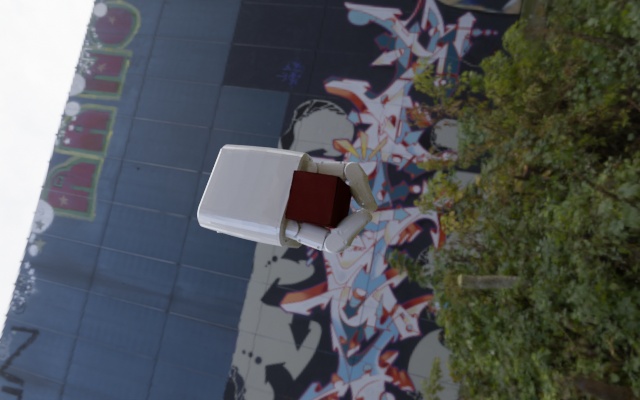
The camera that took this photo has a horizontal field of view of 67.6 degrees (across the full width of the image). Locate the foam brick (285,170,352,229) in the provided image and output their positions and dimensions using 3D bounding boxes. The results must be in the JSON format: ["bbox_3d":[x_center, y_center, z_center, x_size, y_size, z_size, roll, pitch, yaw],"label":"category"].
[{"bbox_3d":[0.000,0.002,0.521,0.051,0.053,0.078,10,-5,15],"label":"foam brick"}]
